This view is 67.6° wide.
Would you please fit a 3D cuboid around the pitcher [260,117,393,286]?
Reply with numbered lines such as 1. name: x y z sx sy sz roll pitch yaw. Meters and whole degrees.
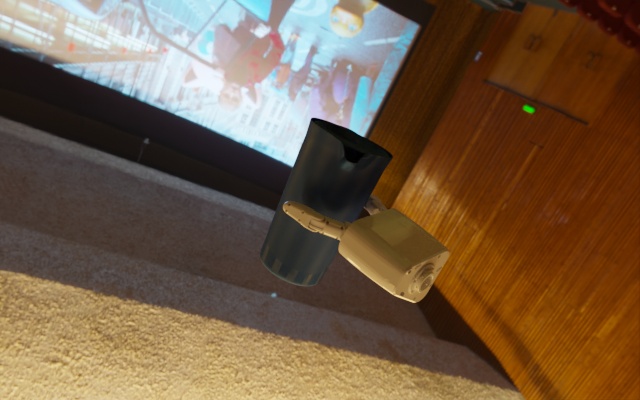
1. pitcher: 0.000 0.003 0.743 0.145 0.243 0.149 37 20 34
